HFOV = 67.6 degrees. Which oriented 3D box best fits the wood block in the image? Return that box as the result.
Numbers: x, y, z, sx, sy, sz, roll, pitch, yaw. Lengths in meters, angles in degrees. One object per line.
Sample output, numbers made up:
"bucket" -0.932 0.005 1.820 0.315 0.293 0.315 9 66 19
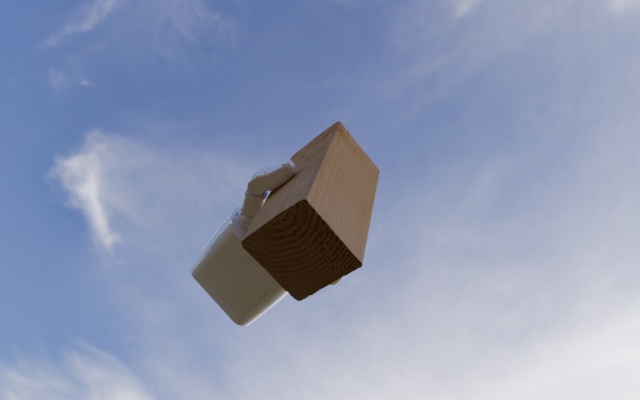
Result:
"wood block" 0.000 0.002 0.545 0.090 0.091 0.206 -34 18 26
